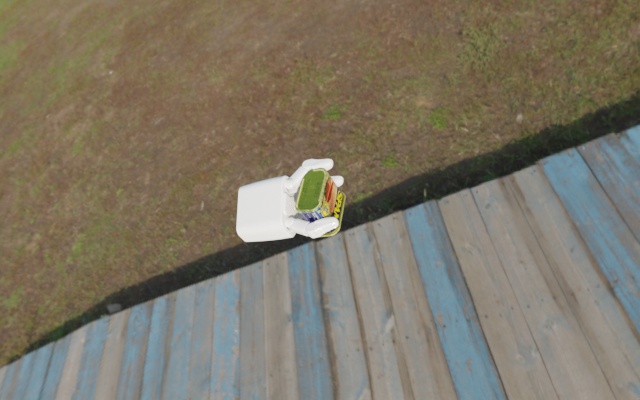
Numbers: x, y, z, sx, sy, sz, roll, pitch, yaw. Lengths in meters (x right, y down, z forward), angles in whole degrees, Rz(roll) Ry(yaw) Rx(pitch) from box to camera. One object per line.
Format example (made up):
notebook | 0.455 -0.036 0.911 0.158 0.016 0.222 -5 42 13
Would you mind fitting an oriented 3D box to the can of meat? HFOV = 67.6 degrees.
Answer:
can of meat | 0.000 0.003 0.891 0.057 0.102 0.084 -6 -38 27
